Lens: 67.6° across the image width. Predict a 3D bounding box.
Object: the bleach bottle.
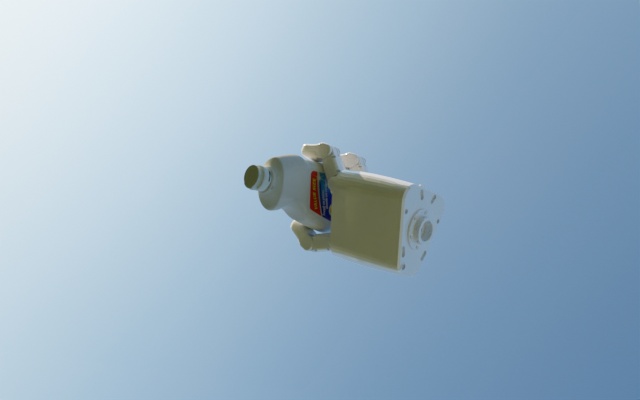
[{"bbox_3d":[0.000,0.002,0.653,0.068,0.102,0.251,13,-2,44],"label":"bleach bottle"}]
